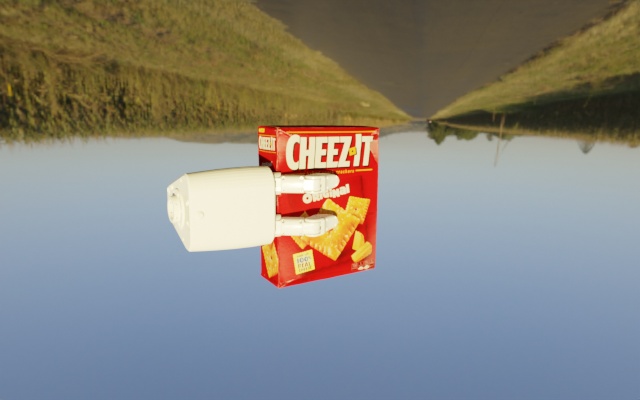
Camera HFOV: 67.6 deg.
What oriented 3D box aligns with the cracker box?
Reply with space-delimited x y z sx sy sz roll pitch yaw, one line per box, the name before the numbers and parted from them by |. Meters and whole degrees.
cracker box | 0.000 0.002 0.676 0.164 0.214 0.072 -5 12 -30
